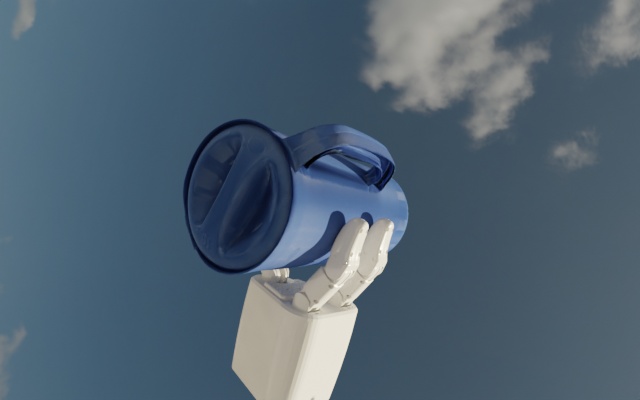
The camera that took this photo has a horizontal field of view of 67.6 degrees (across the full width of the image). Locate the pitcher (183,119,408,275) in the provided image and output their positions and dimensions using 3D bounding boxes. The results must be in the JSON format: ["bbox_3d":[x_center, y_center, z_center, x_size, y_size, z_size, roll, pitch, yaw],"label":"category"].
[{"bbox_3d":[0.000,0.002,0.489,0.149,0.145,0.243,16,5,36],"label":"pitcher"}]
